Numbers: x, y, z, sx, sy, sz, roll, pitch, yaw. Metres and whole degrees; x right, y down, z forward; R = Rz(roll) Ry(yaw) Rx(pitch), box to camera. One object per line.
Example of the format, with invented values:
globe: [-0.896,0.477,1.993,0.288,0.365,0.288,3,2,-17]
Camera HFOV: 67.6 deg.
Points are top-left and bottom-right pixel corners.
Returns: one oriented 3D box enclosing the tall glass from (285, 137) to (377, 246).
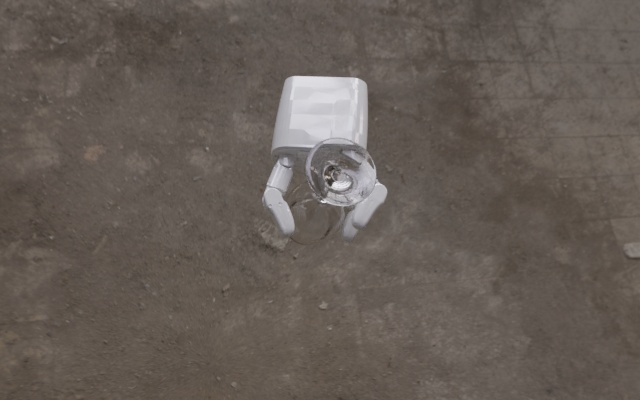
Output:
tall glass: [0.000,0.002,0.568,0.079,0.079,0.201,0,-19,-13]
